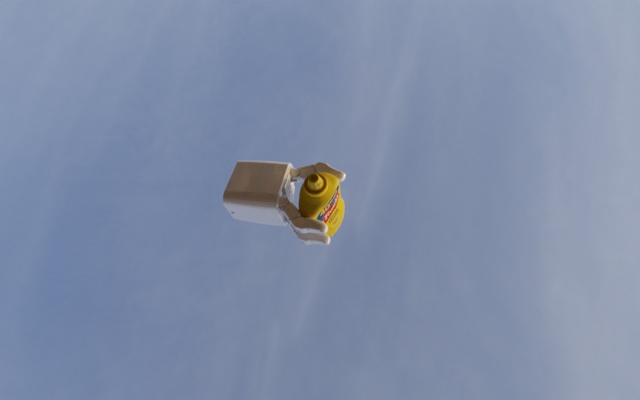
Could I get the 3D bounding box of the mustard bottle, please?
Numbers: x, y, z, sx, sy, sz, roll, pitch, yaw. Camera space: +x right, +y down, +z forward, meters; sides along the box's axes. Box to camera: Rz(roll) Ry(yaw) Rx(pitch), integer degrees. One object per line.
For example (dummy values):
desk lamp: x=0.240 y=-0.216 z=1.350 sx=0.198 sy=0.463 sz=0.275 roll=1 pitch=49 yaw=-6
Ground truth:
mustard bottle: x=0.000 y=0.003 z=0.864 sx=0.058 sy=0.096 sz=0.192 roll=29 pitch=-18 yaw=19
